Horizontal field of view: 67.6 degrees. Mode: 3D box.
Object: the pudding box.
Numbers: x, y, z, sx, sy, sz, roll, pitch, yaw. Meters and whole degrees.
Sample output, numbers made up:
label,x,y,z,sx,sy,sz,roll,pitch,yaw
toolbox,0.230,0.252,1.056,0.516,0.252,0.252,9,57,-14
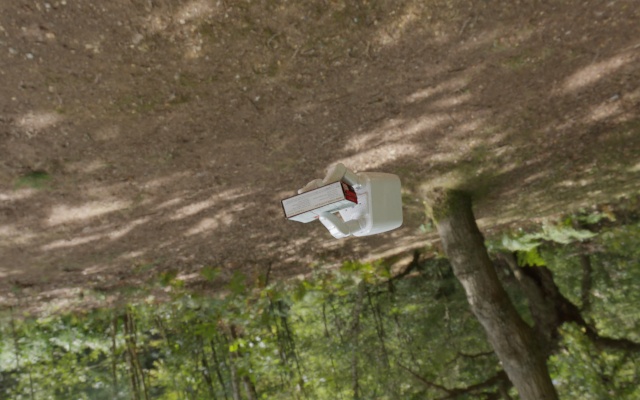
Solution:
label,x,y,z,sx,sy,sz,roll,pitch,yaw
pudding box,0.000,0.003,0.823,0.113,0.039,0.090,-20,-12,14
